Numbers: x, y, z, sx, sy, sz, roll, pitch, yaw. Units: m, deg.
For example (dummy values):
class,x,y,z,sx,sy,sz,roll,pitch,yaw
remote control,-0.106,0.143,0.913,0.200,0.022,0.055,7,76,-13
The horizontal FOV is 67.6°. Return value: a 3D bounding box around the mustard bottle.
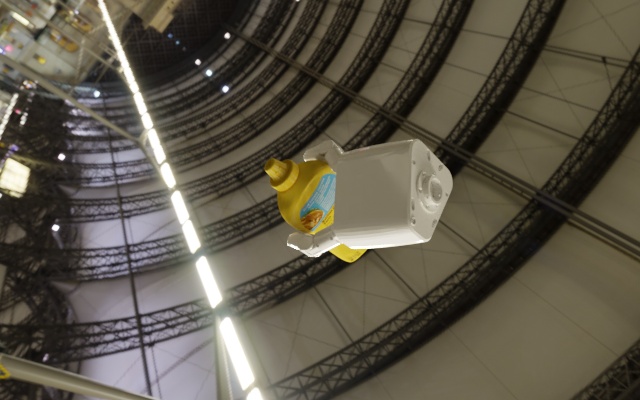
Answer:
class,x,y,z,sx,sy,sz,roll,pitch,yaw
mustard bottle,0.000,0.002,0.637,0.192,0.096,0.058,36,-6,-36
